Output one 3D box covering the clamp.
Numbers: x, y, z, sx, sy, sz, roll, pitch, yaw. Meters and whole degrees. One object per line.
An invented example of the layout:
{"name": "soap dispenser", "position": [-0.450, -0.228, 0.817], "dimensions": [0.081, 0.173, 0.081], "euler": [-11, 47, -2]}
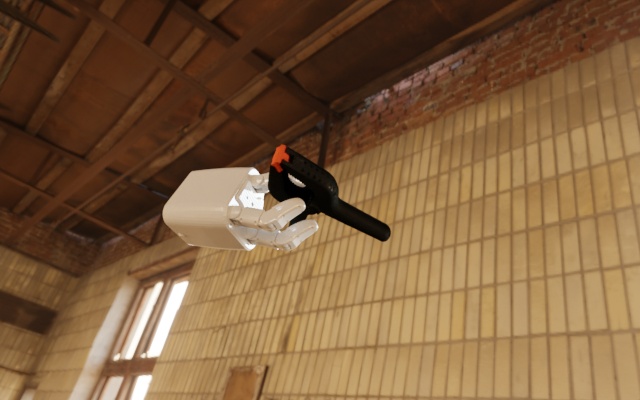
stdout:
{"name": "clamp", "position": [0.000, 0.001, 0.642], "dimensions": [0.164, 0.036, 0.210], "euler": [0, -33, 21]}
